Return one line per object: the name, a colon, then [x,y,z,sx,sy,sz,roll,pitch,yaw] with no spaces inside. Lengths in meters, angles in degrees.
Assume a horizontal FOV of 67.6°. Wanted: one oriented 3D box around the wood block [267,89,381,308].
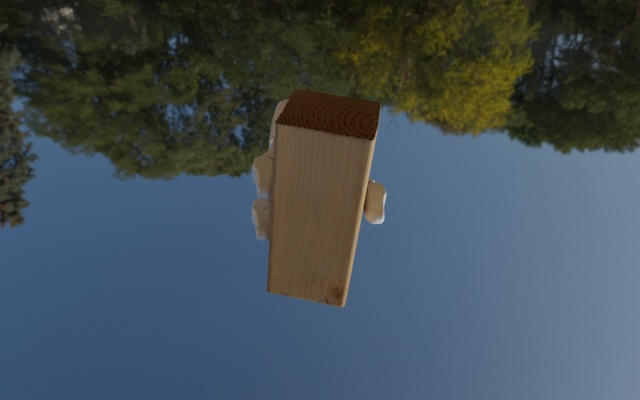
wood block: [0.000,0.002,0.504,0.091,0.206,0.090,10,34,5]
